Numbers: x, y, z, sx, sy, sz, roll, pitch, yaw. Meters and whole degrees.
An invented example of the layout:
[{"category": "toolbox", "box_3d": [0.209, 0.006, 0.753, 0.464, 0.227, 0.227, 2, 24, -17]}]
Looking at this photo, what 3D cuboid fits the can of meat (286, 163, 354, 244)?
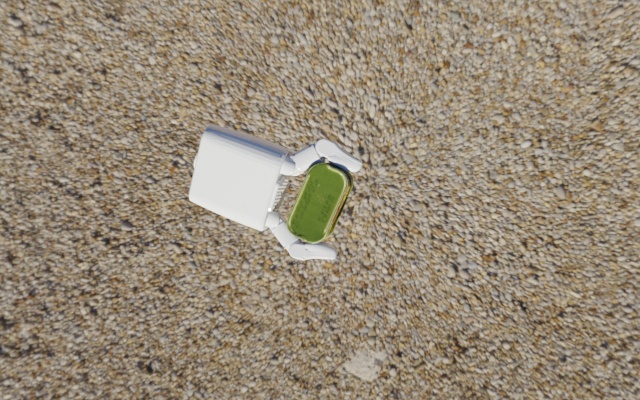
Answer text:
[{"category": "can of meat", "box_3d": [0.000, 0.002, 0.607, 0.057, 0.102, 0.084, 24, 4, 5]}]
